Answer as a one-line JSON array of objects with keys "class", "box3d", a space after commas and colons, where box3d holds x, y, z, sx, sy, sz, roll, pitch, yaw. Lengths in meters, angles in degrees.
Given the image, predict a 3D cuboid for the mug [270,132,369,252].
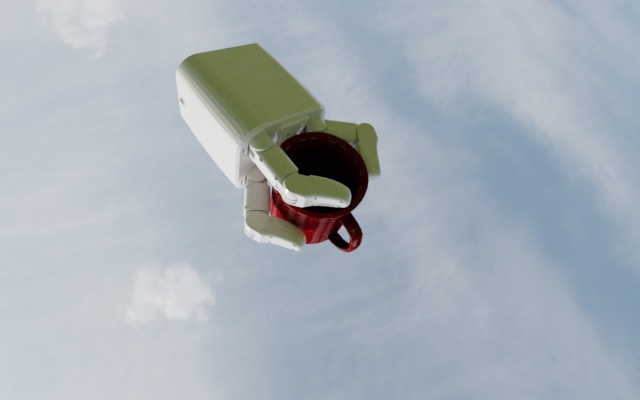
[{"class": "mug", "box3d": [0.001, 0.003, 0.472, 0.093, 0.117, 0.081, -33, -16, -24]}]
